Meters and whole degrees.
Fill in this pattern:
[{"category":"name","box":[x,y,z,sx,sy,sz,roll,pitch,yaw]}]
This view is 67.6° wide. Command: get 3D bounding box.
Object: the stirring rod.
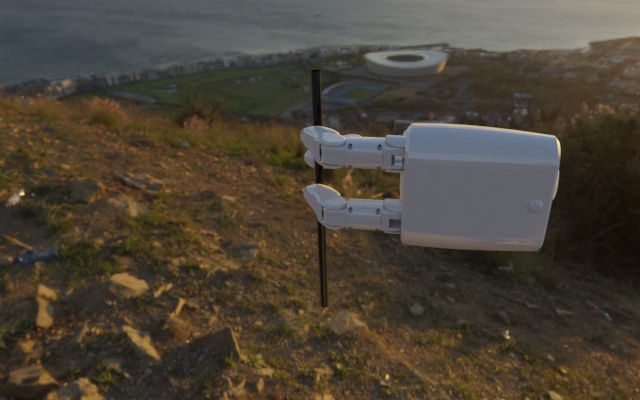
[{"category":"stirring rod","box":[0.000,0.002,0.443,0.011,0.240,0.011,-2,27,1]}]
